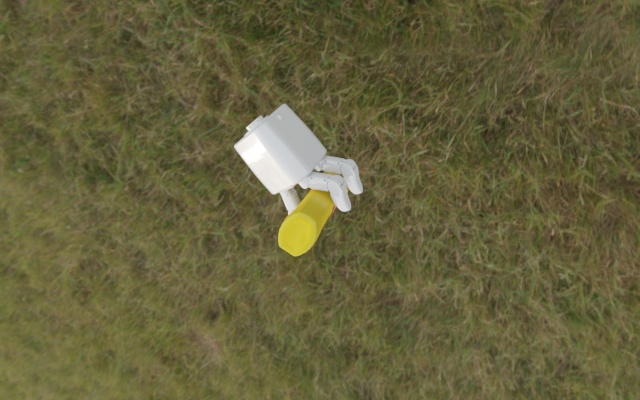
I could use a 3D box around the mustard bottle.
[{"bbox_3d":[0.000,0.003,0.795,0.058,0.096,0.191,32,42,3],"label":"mustard bottle"}]
